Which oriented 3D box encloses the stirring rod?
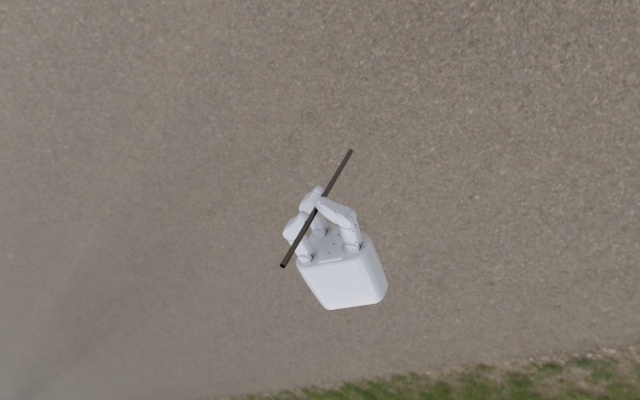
[{"bbox_3d":[0.000,0.002,0.672,0.011,0.011,0.239,0,42,32],"label":"stirring rod"}]
